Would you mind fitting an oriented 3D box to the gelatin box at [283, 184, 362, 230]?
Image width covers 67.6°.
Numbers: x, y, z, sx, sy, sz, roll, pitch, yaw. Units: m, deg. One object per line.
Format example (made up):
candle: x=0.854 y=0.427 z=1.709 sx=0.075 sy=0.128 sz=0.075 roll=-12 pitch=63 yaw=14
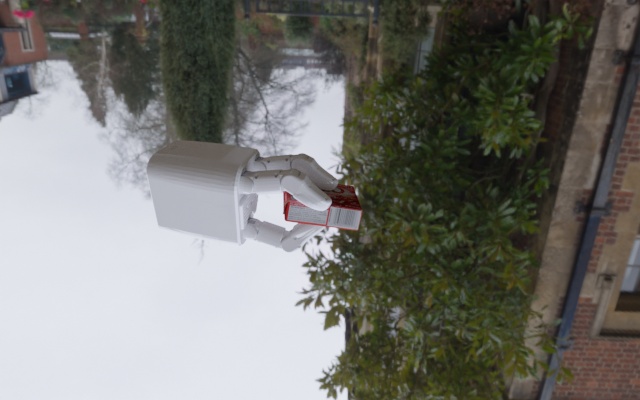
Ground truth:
gelatin box: x=0.000 y=0.002 z=0.569 sx=0.089 sy=0.030 sz=0.073 roll=8 pitch=23 yaw=-8
